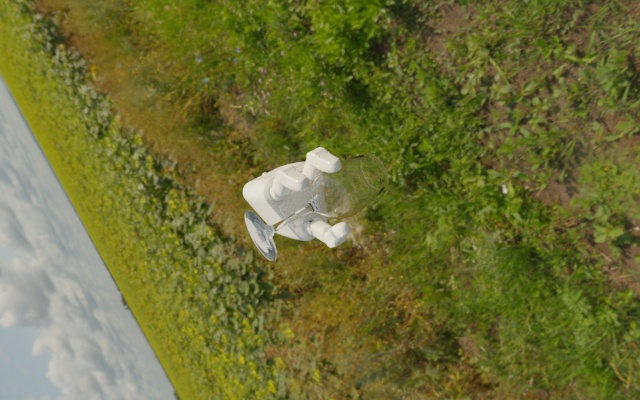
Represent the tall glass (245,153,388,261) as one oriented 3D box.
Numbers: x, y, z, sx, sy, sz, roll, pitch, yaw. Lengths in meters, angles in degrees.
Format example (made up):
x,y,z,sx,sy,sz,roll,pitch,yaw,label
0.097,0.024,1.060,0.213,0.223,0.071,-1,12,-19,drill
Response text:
x,y,z,sx,sy,sz,roll,pitch,yaw,label
0.000,0.003,0.658,0.201,0.079,0.079,-29,13,-25,tall glass
